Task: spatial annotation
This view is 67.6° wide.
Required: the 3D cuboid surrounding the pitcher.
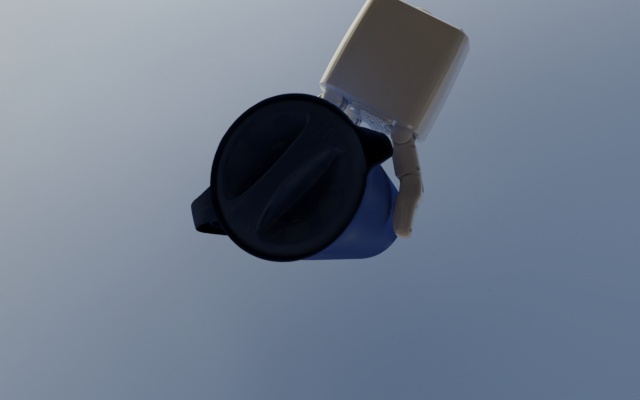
[{"bbox_3d":[0.000,0.001,0.476,0.149,0.145,0.243,27,0,22],"label":"pitcher"}]
